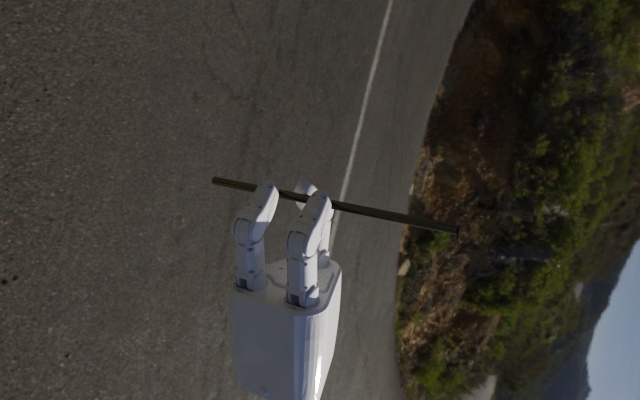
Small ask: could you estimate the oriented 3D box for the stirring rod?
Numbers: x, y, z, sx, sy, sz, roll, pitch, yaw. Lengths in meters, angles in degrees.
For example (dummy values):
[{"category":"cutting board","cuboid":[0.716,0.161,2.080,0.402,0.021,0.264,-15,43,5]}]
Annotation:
[{"category":"stirring rod","cuboid":[0.000,0.001,0.420,0.239,0.011,0.011,11,5,27]}]
